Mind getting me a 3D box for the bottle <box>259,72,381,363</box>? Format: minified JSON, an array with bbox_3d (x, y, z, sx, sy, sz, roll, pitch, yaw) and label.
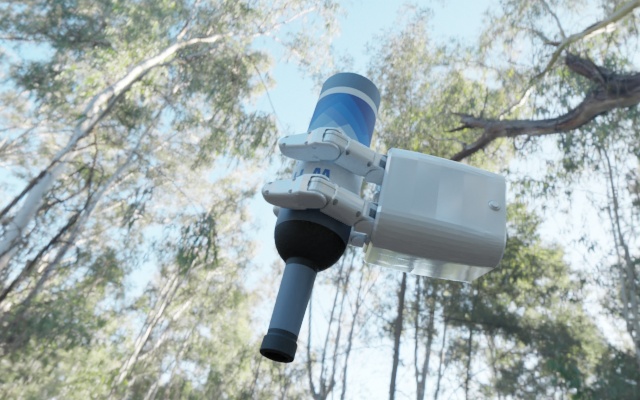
[{"bbox_3d":[0.000,0.001,0.443,0.069,0.295,0.069,11,-35,8],"label":"bottle"}]
